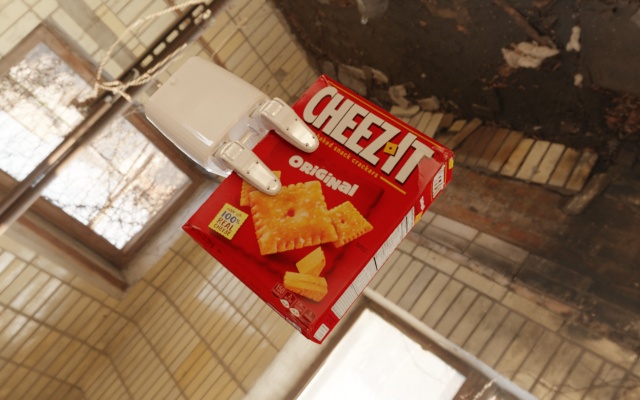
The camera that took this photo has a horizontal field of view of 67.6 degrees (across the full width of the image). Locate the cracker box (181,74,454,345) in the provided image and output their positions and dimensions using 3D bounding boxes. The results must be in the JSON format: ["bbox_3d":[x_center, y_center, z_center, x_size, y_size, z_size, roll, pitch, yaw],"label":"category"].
[{"bbox_3d":[0.000,0.002,0.467,0.164,0.213,0.072,36,-12,21],"label":"cracker box"}]
